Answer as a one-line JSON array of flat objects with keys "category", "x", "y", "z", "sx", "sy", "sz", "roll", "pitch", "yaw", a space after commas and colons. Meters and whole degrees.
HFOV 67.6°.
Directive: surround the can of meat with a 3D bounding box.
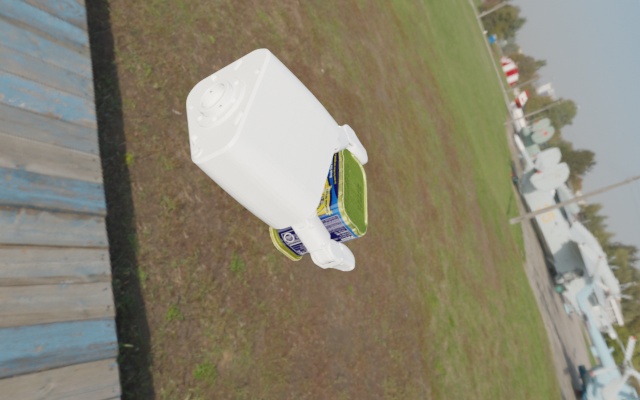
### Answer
[{"category": "can of meat", "x": 0.000, "y": 0.002, "z": 0.494, "sx": 0.084, "sy": 0.102, "sz": 0.057, "roll": -20, "pitch": -44, "yaw": 26}]
